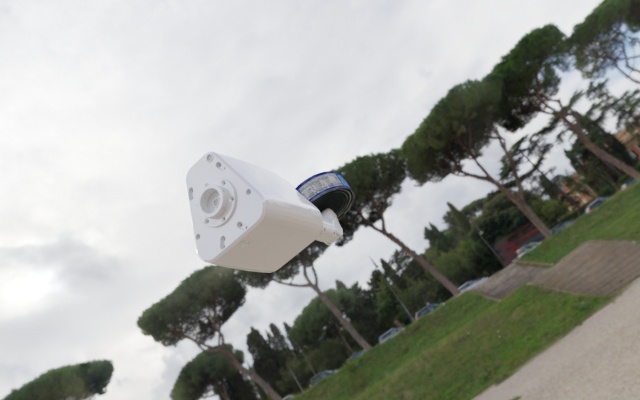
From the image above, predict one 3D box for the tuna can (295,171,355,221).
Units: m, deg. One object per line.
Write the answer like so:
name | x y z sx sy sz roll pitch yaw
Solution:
tuna can | 0.000 0.002 0.623 0.086 0.033 0.086 -25 -30 -16
